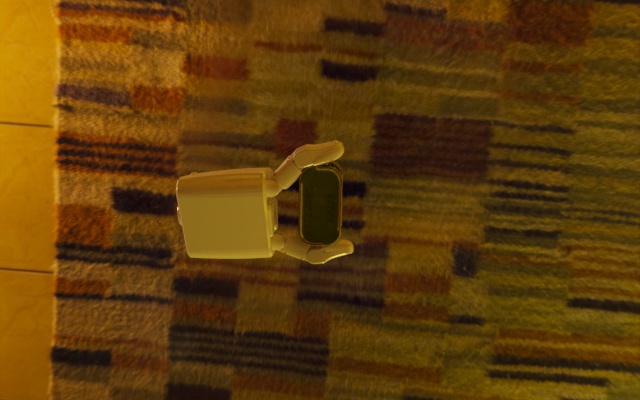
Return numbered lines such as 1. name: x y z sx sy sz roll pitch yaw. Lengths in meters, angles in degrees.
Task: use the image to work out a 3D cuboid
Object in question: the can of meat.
1. can of meat: 0.000 0.002 0.601 0.057 0.102 0.084 1 8 1
